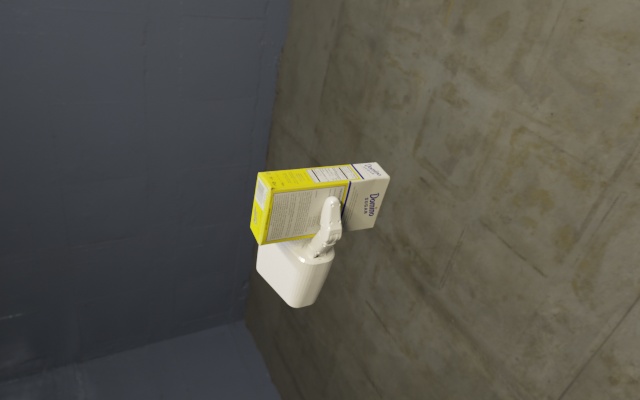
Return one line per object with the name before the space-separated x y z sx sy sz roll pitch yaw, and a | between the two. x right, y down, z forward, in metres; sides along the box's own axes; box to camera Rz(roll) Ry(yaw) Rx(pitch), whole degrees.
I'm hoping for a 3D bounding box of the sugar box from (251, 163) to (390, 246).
sugar box | 0.000 0.002 0.640 0.176 0.093 0.048 -8 41 -29
